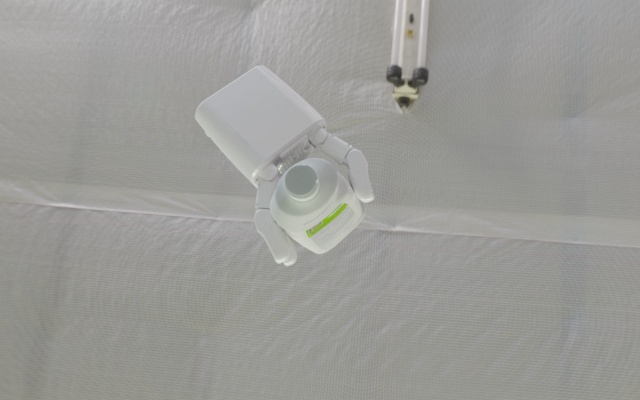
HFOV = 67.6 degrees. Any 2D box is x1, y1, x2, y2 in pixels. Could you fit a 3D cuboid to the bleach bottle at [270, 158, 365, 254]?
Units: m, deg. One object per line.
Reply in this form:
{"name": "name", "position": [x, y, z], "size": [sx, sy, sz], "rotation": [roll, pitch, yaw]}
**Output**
{"name": "bleach bottle", "position": [0.000, 0.002, 0.538], "size": [0.068, 0.102, 0.251], "rotation": [45, -5, 12]}
